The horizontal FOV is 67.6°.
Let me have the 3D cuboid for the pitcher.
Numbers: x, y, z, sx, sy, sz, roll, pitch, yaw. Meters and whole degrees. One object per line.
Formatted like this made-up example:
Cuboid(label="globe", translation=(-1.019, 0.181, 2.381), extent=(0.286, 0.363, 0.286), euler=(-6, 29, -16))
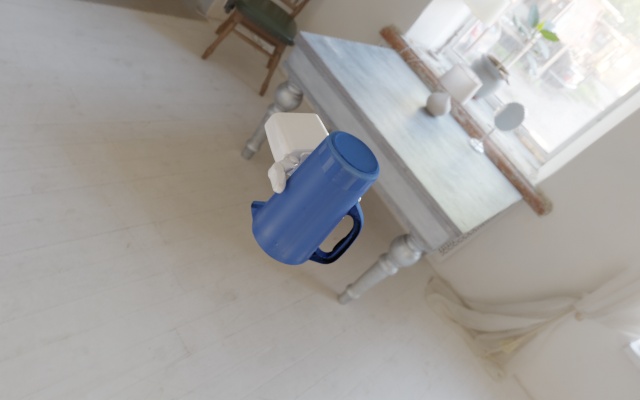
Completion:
Cuboid(label="pitcher", translation=(0.000, 0.003, 0.841), extent=(0.149, 0.145, 0.243), euler=(8, -43, -40))
